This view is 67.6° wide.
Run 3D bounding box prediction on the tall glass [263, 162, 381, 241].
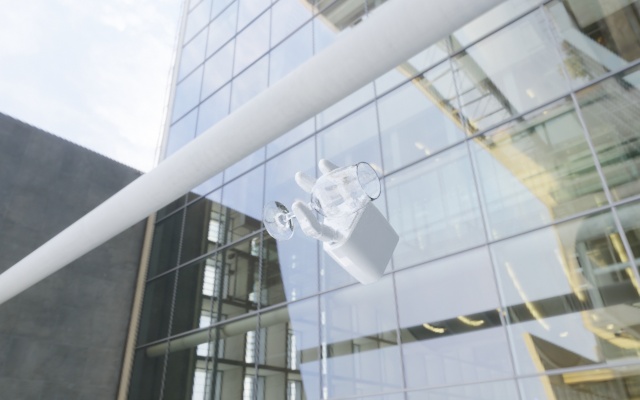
[{"bbox_3d":[0.000,0.003,0.779,0.201,0.079,0.079,-25,-15,36],"label":"tall glass"}]
